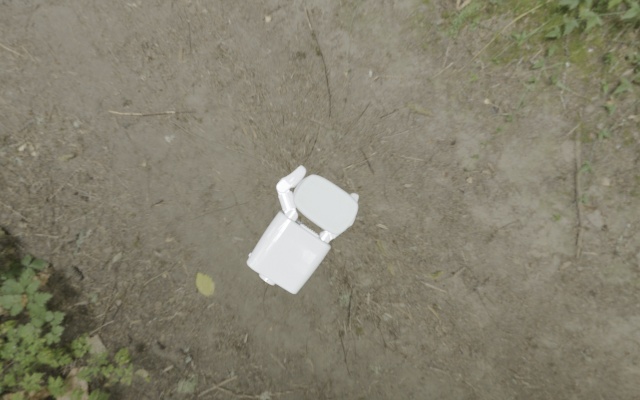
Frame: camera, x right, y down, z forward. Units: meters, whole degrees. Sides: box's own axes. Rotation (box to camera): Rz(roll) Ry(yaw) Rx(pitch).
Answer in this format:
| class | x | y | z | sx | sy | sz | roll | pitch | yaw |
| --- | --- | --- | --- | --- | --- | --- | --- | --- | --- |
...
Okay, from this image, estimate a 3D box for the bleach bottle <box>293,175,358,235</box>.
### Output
| class | x | y | z | sx | sy | sz | roll | pitch | yaw |
| --- | --- | --- | --- | --- | --- | --- | --- | --- | --- |
| bleach bottle | 0.000 | 0.003 | 0.854 | 0.102 | 0.068 | 0.251 | 36 | -1 | -3 |
